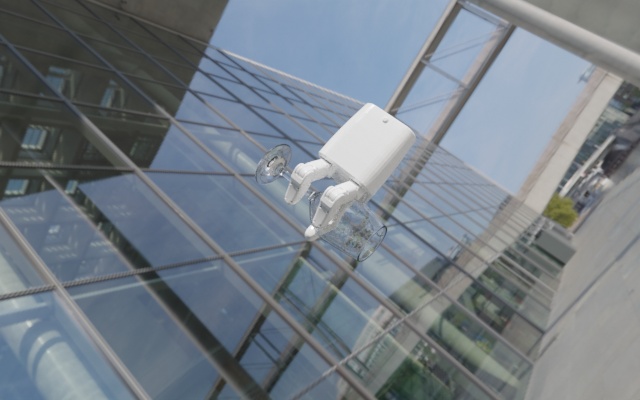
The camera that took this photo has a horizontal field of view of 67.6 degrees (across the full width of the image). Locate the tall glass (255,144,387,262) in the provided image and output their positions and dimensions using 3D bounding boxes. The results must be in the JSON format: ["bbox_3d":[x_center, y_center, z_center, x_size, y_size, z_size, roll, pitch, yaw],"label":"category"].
[{"bbox_3d":[0.000,0.002,0.687,0.201,0.079,0.079,39,17,23],"label":"tall glass"}]
